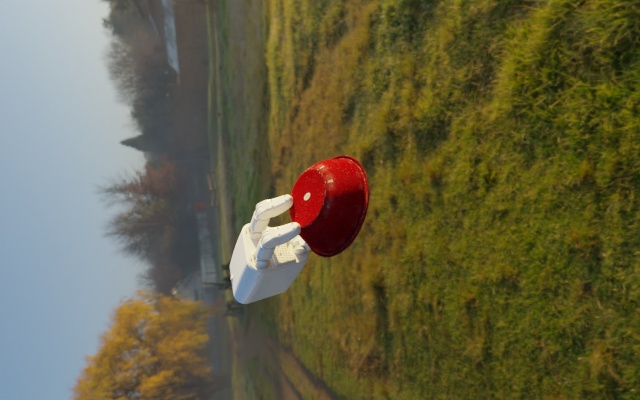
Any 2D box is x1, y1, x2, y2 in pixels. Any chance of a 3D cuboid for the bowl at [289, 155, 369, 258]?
[{"bbox_3d":[0.000,0.001,0.725,0.055,0.162,0.162,16,-10,-35],"label":"bowl"}]
